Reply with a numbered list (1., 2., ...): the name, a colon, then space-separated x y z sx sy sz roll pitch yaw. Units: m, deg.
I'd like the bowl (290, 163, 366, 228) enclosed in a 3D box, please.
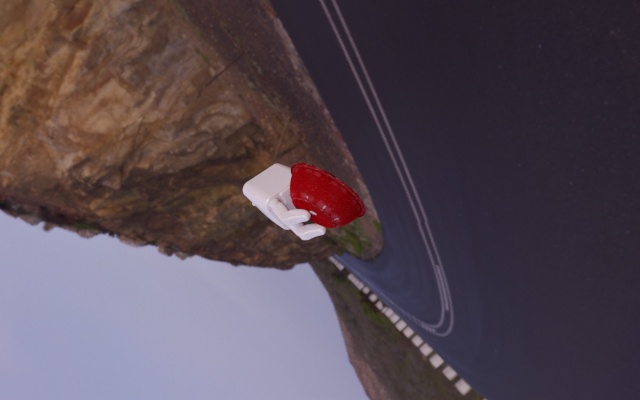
1. bowl: 0.001 0.003 0.876 0.162 0.055 0.162 29 -19 11
